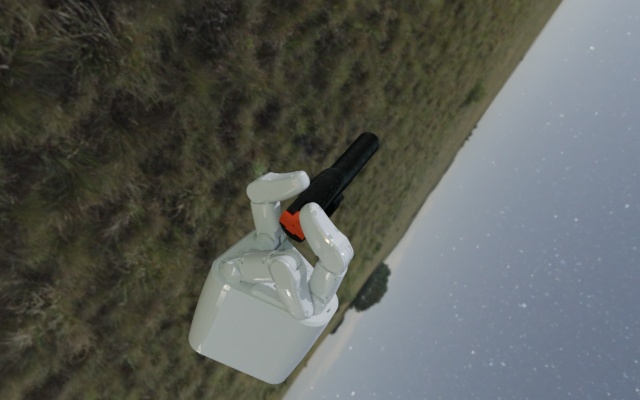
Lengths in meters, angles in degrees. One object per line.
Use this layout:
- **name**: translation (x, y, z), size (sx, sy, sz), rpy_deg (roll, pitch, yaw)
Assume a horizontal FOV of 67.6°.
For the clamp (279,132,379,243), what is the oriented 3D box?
- **clamp**: translation (0.001, 0.002, 0.481), size (0.039, 0.120, 0.171), rpy_deg (33, 35, 10)
